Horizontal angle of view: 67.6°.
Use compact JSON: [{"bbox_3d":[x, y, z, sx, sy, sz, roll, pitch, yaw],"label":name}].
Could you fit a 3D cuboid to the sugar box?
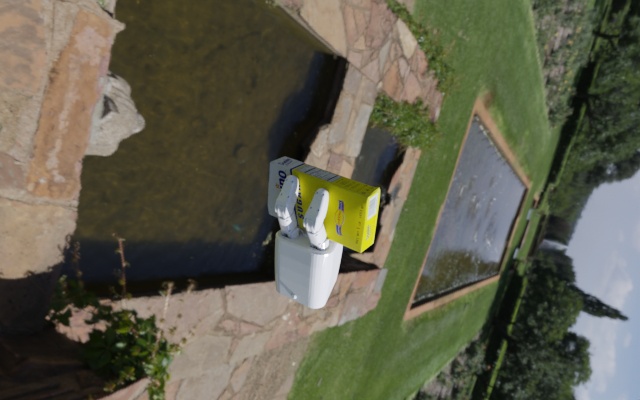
[{"bbox_3d":[0.000,0.003,0.718,0.176,0.093,0.048,19,28,27],"label":"sugar box"}]
